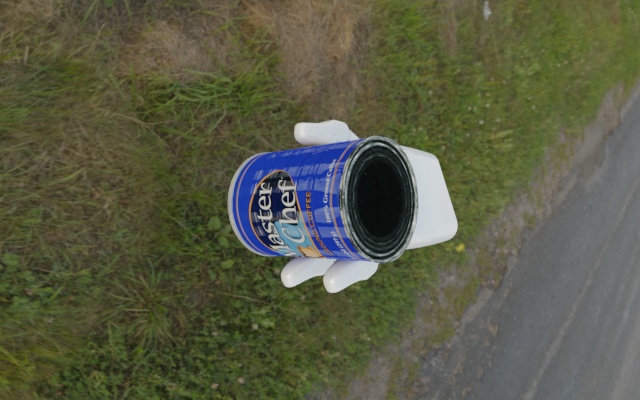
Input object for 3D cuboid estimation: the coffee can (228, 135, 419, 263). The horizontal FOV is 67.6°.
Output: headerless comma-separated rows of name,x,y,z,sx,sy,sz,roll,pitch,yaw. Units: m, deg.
coffee can,0.000,0.001,0.427,0.140,0.103,0.103,-3,-2,43
